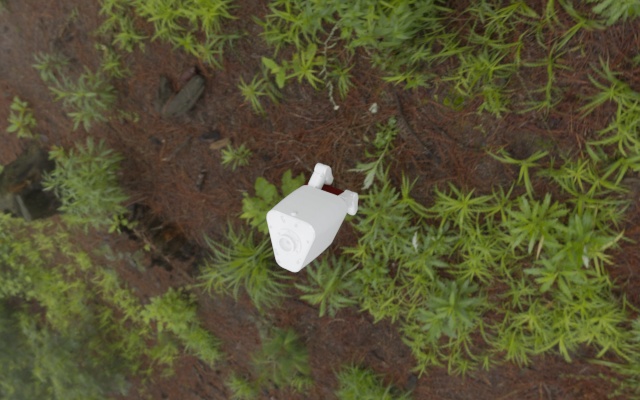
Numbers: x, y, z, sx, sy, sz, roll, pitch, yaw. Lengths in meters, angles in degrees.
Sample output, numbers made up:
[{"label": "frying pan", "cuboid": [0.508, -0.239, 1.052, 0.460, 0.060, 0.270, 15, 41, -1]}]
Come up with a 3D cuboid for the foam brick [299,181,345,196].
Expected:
[{"label": "foam brick", "cuboid": [0.000, 0.003, 0.882, 0.078, 0.053, 0.051, 20, 31, 24]}]
